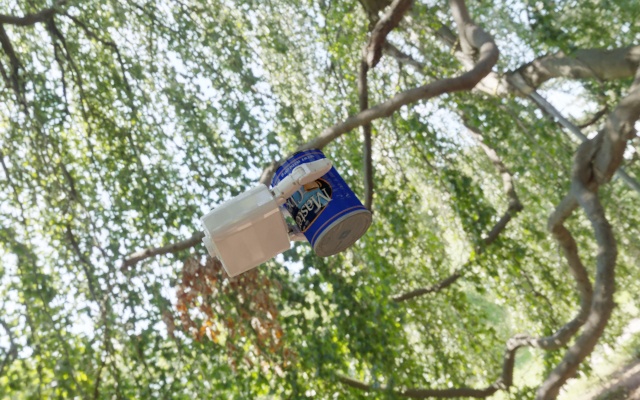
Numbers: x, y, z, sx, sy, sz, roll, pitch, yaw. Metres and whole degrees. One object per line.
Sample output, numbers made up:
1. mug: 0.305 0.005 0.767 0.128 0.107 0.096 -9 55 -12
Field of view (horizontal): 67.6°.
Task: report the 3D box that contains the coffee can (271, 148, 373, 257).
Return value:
1. coffee can: 0.000 0.002 0.745 0.103 0.140 0.103 -28 -28 -16
